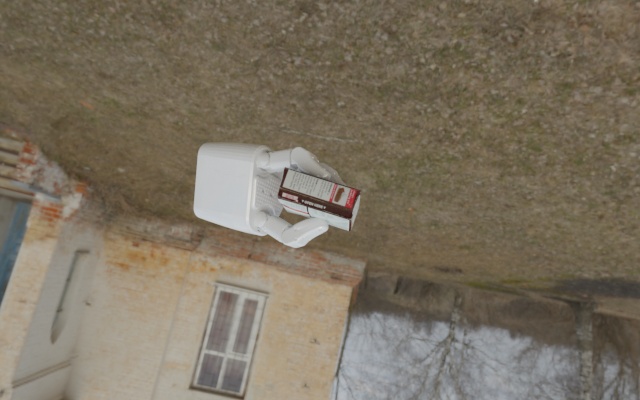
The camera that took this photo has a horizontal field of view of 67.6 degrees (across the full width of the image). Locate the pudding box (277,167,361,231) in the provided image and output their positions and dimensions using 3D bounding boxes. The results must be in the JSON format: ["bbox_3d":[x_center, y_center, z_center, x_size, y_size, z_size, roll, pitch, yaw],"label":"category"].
[{"bbox_3d":[0.000,0.002,0.570,0.090,0.039,0.113,16,-7,5],"label":"pudding box"}]
